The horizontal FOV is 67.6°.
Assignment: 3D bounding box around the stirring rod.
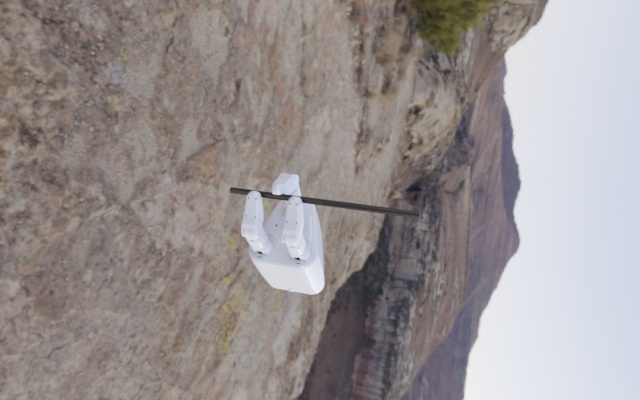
[{"bbox_3d":[0.000,0.002,0.588,0.239,0.011,0.011,7,2,14],"label":"stirring rod"}]
